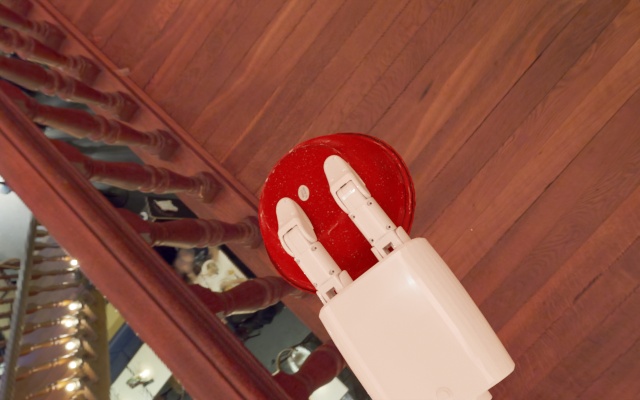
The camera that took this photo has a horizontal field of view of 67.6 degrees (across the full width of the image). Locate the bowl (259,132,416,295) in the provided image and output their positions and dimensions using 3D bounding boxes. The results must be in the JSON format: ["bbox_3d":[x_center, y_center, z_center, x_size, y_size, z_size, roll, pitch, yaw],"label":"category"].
[{"bbox_3d":[-0.001,0.001,0.434,0.162,0.162,0.055,0,-18,30],"label":"bowl"}]
